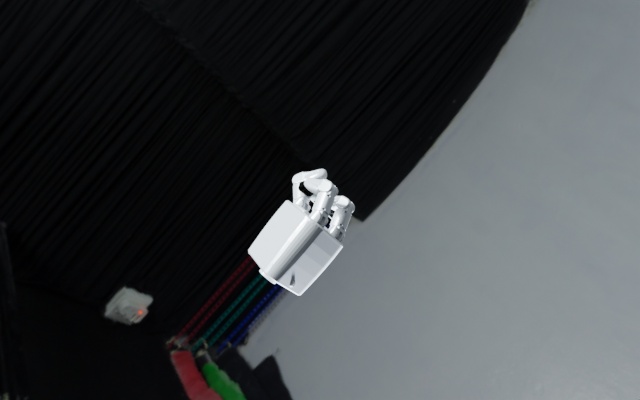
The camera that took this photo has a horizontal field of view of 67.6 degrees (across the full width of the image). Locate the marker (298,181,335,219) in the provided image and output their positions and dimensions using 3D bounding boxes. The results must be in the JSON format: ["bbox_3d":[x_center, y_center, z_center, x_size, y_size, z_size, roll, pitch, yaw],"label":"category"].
[{"bbox_3d":[0.000,0.003,0.799,0.020,0.020,0.121,0,-28,35],"label":"marker"}]
